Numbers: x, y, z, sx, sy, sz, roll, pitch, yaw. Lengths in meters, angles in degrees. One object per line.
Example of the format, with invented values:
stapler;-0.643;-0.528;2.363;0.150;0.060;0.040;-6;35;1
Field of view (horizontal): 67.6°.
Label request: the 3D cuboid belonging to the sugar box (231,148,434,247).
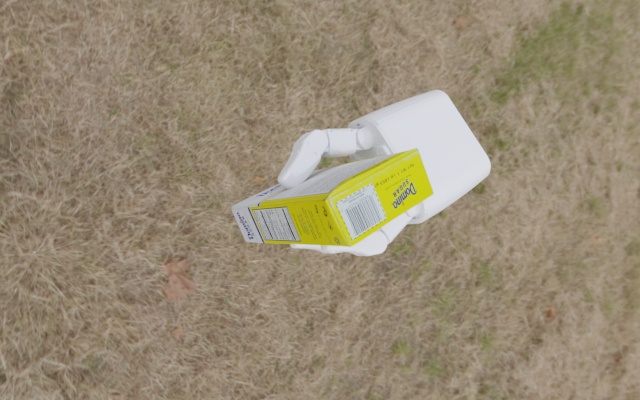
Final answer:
sugar box;0.000;0.002;0.414;0.093;0.048;0.176;-28;9;-30
